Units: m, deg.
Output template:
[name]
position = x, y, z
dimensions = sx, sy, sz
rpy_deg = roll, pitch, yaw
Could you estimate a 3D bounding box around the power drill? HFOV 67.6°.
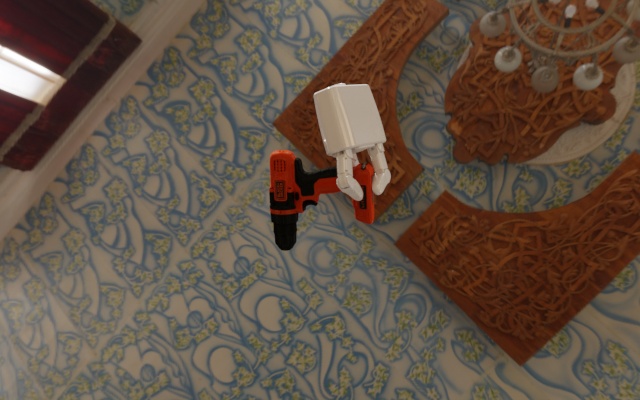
[power drill]
position = 0.001, 0.002, 0.848
dimensions = 0.187, 0.184, 0.057
rpy_deg = 0, 15, 9
